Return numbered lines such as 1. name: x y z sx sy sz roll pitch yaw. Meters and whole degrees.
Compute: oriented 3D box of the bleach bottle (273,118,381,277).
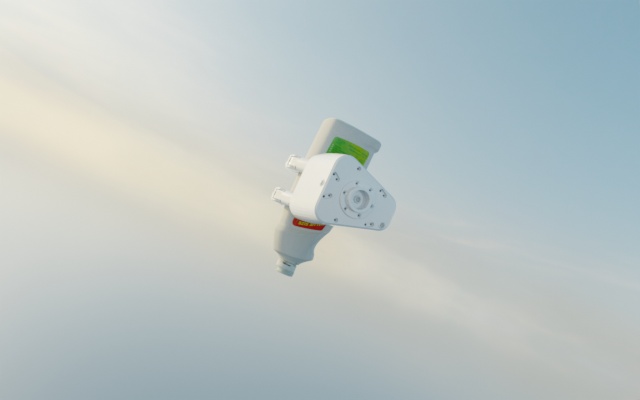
1. bleach bottle: 0.000 0.002 0.754 0.102 0.251 0.068 26 -5 -19
